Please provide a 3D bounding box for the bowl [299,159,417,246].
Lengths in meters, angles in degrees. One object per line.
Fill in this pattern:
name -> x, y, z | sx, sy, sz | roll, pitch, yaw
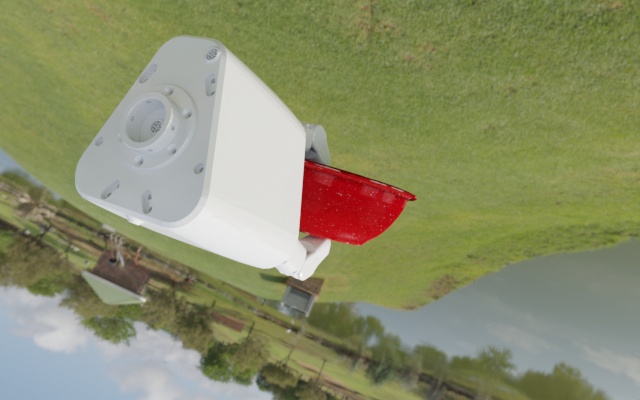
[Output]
bowl -> 0.001, 0.002, 0.426 | 0.162, 0.055, 0.162 | 15, 0, 0
